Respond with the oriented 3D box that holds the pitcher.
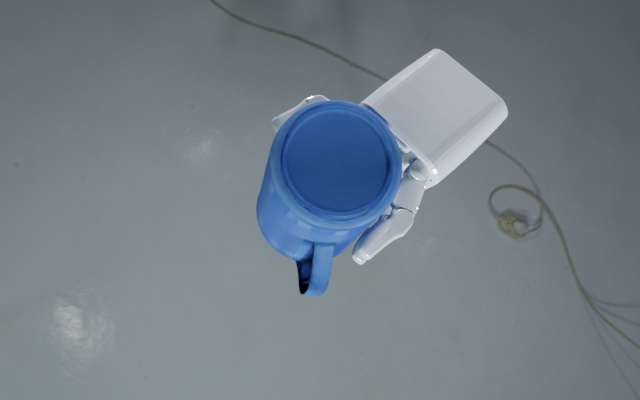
[{"bbox_3d":[0.000,0.001,0.487,0.145,0.149,0.243,-41,-3,-12],"label":"pitcher"}]
